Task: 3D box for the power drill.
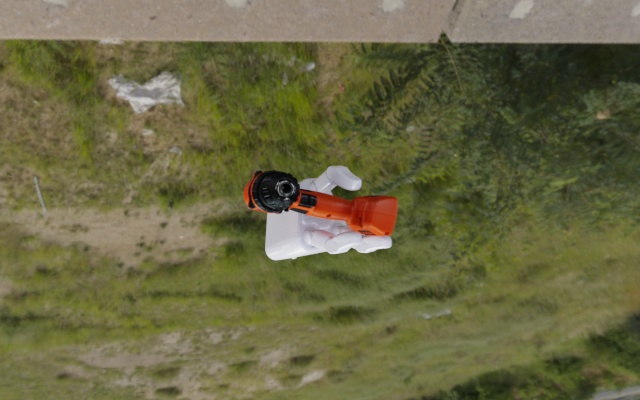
[{"bbox_3d":[0.000,0.002,0.616,0.187,0.057,0.184,14,-3,-17],"label":"power drill"}]
